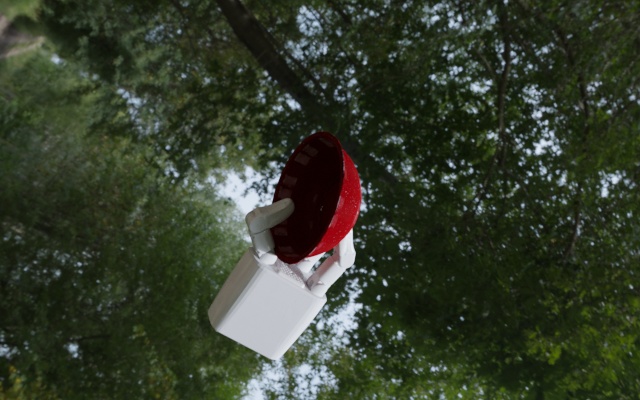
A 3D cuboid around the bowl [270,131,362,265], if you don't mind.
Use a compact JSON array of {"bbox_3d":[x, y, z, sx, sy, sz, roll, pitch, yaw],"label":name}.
[{"bbox_3d":[0.001,0.001,0.572,0.055,0.162,0.162,18,-9,-29],"label":"bowl"}]
